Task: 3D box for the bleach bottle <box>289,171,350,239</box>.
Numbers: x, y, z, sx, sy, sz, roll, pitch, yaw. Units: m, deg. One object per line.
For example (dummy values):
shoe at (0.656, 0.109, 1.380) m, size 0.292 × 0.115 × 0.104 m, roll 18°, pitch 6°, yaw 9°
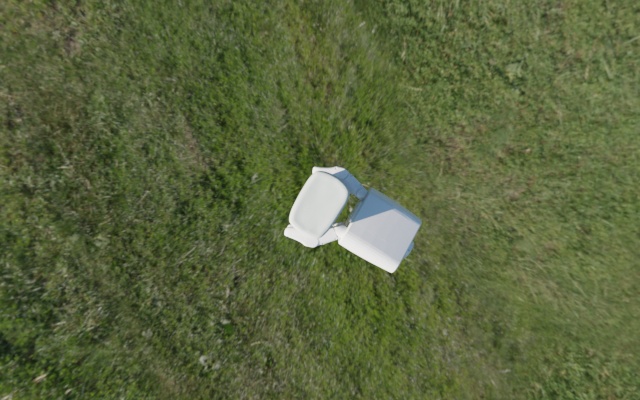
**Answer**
bleach bottle at (0.000, 0.003, 0.826) m, size 0.068 × 0.102 × 0.251 m, roll 32°, pitch 3°, yaw 0°
